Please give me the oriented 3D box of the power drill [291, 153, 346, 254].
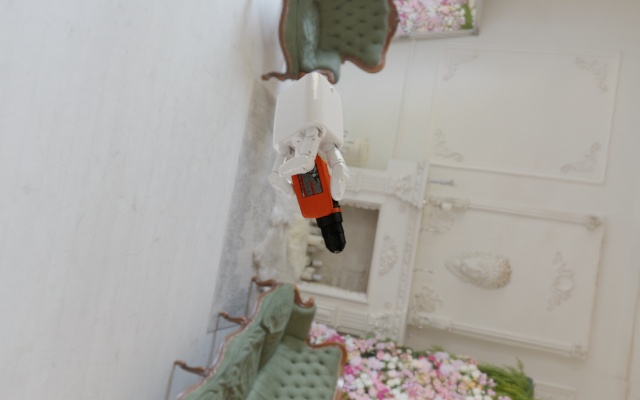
[{"bbox_3d":[0.000,0.002,0.847,0.057,0.184,0.188,-17,-9,4],"label":"power drill"}]
